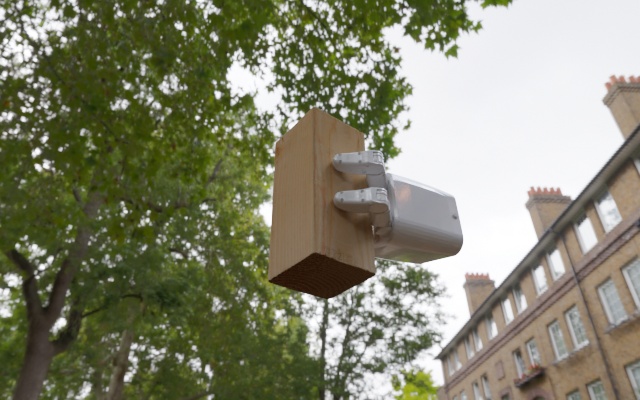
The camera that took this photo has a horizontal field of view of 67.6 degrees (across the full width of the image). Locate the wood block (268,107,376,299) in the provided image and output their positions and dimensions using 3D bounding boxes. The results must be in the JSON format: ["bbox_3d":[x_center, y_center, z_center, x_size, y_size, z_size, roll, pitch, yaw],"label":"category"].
[{"bbox_3d":[0.000,0.002,0.586,0.090,0.206,0.091,23,-41,-30],"label":"wood block"}]
